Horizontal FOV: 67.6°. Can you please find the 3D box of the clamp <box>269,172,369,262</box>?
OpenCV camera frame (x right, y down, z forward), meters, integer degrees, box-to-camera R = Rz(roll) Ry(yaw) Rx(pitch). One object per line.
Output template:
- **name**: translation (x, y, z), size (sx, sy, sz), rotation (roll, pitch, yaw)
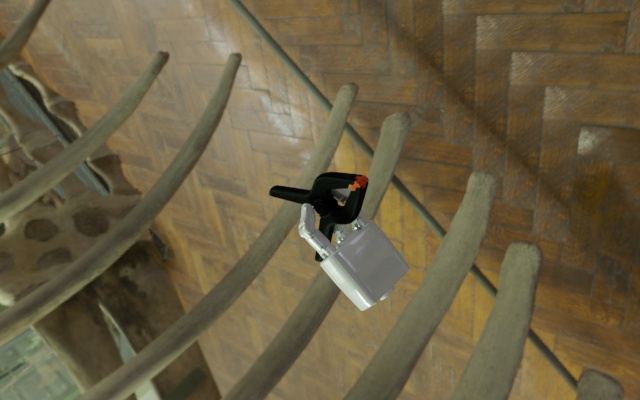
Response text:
- **clamp**: translation (0.000, 0.003, 0.816), size (0.036, 0.164, 0.210), rotation (-37, -5, -43)
